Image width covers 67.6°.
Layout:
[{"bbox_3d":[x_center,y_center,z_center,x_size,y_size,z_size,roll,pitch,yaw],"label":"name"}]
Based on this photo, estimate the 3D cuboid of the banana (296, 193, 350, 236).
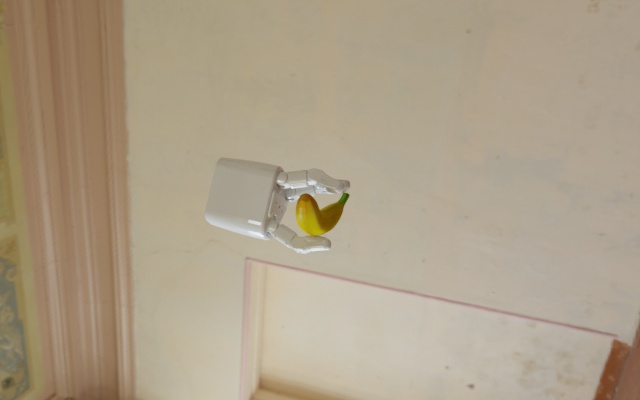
[{"bbox_3d":[-0.003,0.020,0.710,0.037,0.069,0.198,15,6,16],"label":"banana"}]
